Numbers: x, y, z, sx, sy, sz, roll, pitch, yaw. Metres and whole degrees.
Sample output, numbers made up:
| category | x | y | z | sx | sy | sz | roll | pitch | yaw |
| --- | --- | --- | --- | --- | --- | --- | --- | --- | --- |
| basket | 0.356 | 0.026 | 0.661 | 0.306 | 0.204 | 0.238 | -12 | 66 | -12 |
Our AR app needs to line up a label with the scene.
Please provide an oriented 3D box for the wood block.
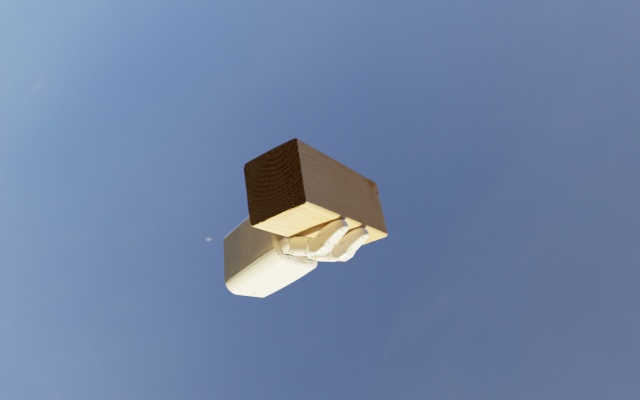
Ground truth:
| category | x | y | z | sx | sy | sz | roll | pitch | yaw |
| --- | --- | --- | --- | --- | --- | --- | --- | --- | --- |
| wood block | 0.000 | 0.002 | 0.663 | 0.090 | 0.090 | 0.206 | -23 | -26 | 28 |
